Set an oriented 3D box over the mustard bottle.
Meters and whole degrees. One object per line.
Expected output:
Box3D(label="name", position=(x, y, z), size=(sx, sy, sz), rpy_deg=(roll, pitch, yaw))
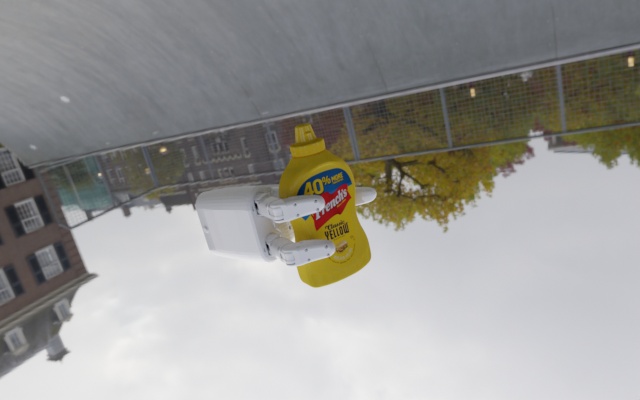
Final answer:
Box3D(label="mustard bottle", position=(0.000, 0.002, 0.579), size=(0.096, 0.192, 0.058), rpy_deg=(-21, 17, -25))
